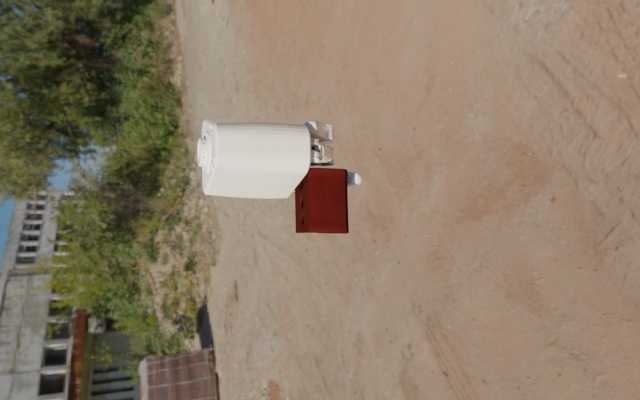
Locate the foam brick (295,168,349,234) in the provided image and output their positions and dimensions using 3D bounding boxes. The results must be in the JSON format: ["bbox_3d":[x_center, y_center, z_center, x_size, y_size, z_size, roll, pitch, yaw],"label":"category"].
[{"bbox_3d":[0.000,0.002,0.580,0.051,0.078,0.053,0,-4,-22],"label":"foam brick"}]
